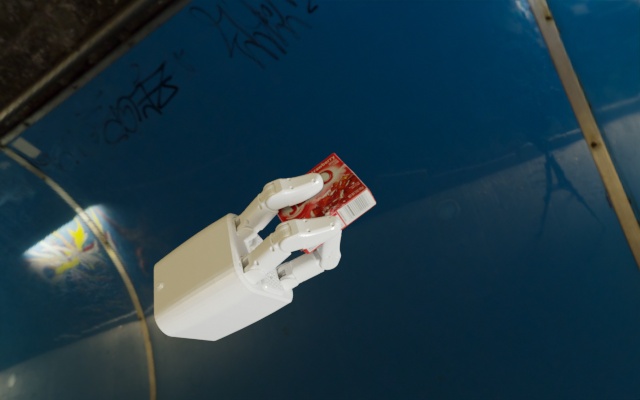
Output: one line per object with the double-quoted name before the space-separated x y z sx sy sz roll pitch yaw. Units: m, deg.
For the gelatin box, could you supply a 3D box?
"gelatin box" 0.001 0.002 0.491 0.073 0.089 0.030 52 -2 46
